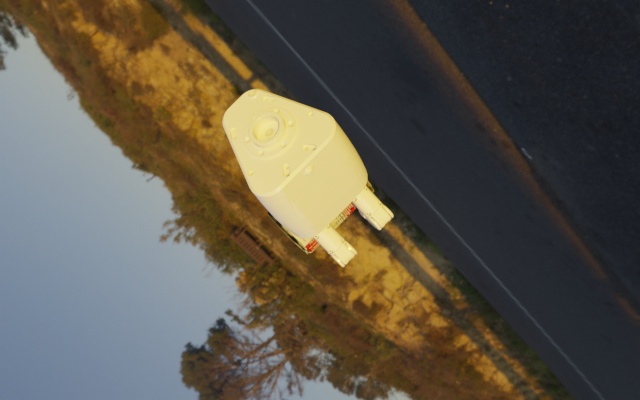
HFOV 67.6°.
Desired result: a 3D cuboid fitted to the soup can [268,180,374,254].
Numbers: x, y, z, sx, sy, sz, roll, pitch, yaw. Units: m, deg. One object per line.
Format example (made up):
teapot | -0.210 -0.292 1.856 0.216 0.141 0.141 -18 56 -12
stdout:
soup can | 0.000 0.002 0.532 0.102 0.068 0.068 -45 -3 -3
